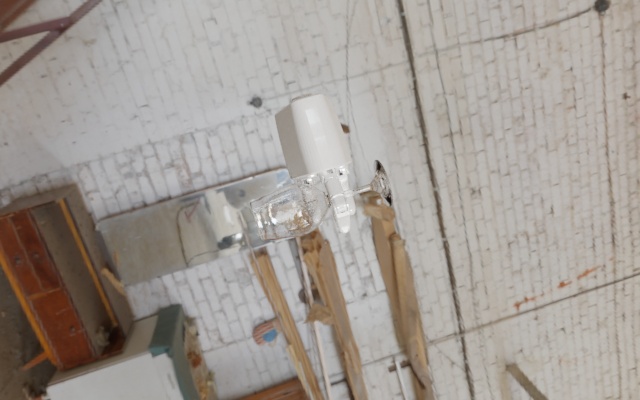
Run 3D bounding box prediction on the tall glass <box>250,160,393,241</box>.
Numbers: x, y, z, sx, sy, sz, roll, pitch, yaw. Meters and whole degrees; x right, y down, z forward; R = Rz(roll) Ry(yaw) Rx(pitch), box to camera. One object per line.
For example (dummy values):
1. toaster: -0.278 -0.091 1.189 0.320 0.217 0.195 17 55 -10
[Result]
1. tall glass: 0.001 0.002 0.710 0.201 0.079 0.079 -17 2 -6
